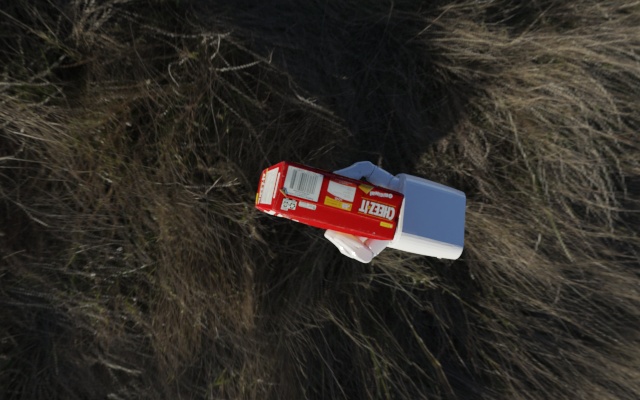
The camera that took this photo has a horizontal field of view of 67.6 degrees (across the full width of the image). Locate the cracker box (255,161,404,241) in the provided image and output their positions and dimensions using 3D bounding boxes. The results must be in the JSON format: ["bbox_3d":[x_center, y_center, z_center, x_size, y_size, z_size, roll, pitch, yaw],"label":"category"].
[{"bbox_3d":[0.000,0.002,0.690,0.164,0.072,0.213,14,-3,-13],"label":"cracker box"}]
